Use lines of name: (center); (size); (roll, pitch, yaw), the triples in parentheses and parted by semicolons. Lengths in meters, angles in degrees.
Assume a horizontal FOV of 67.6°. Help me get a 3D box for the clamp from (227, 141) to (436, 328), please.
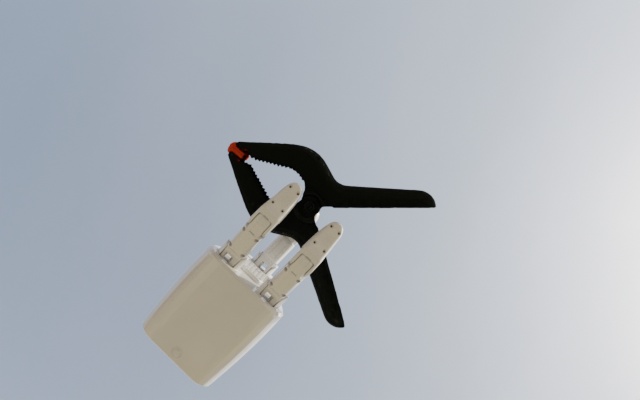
clamp: (0.000, 0.001, 0.487); (0.210, 0.164, 0.036); (44, 0, 2)
